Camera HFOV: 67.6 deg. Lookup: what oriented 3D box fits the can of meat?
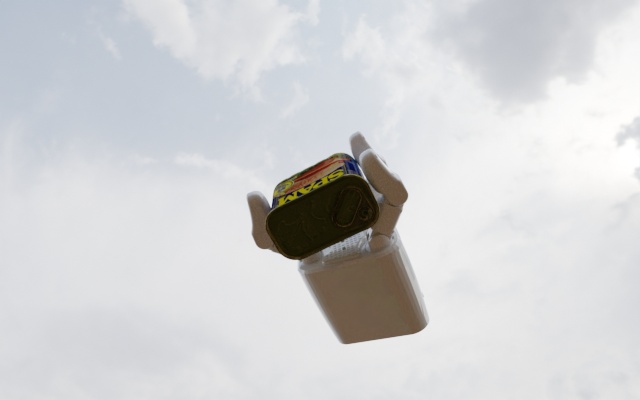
[{"bbox_3d":[0.000,0.001,0.468,0.102,0.057,0.084,-26,20,7],"label":"can of meat"}]
